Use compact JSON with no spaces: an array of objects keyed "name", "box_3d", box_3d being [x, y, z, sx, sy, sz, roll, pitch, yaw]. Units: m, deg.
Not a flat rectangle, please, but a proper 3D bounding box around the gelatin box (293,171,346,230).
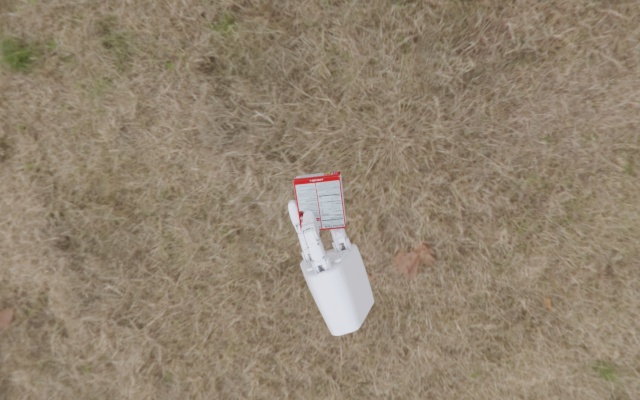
[{"name":"gelatin box","box_3d":[0.000,0.002,0.751,0.073,0.089,0.030,-6,18,7]}]
